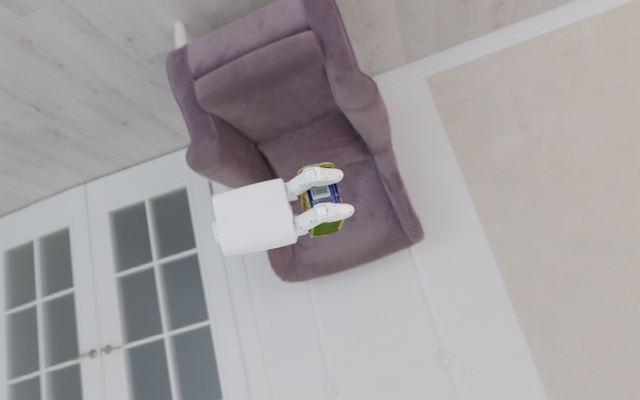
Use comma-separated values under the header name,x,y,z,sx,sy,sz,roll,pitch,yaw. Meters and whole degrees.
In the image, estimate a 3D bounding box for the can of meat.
name,x,y,z,sx,sy,sz,roll,pitch,yaw
can of meat,0.000,0.003,0.734,0.057,0.084,0.102,-11,-20,-9
